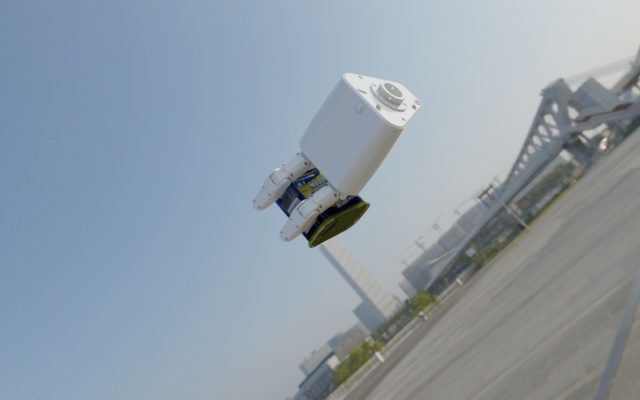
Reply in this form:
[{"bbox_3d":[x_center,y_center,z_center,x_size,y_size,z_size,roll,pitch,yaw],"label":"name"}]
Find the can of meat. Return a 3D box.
[{"bbox_3d":[0.000,0.002,0.619,0.102,0.084,0.057,-24,-24,-45],"label":"can of meat"}]
